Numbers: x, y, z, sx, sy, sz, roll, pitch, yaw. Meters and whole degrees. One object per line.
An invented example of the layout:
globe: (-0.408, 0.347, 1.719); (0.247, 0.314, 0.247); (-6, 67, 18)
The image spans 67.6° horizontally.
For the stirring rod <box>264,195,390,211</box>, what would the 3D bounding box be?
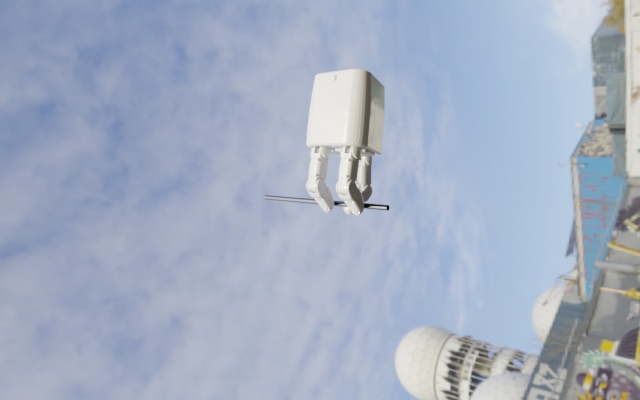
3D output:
stirring rod: (0.000, 0.002, 0.731); (0.239, 0.011, 0.011); (5, 3, 39)
